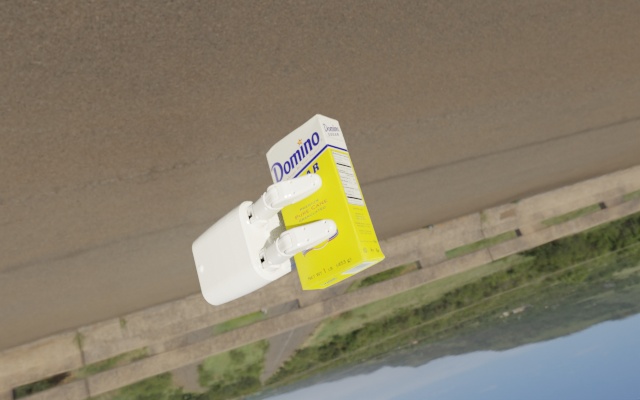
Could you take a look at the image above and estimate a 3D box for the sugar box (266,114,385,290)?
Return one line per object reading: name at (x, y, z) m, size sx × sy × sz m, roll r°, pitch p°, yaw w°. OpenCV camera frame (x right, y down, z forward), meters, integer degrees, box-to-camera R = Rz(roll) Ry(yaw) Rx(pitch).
sugar box at (0.000, 0.002, 0.540) m, size 0.093 × 0.176 × 0.048 m, roll -31°, pitch -22°, yaw 33°
